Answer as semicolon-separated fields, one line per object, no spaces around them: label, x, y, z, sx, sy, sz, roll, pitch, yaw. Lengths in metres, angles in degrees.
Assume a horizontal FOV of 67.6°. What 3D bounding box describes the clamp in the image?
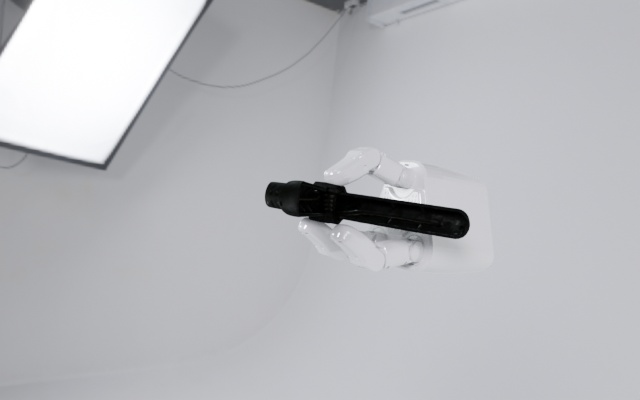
clamp;0.000;0.001;0.426;0.164;0.036;0.210;10;-1;-34
